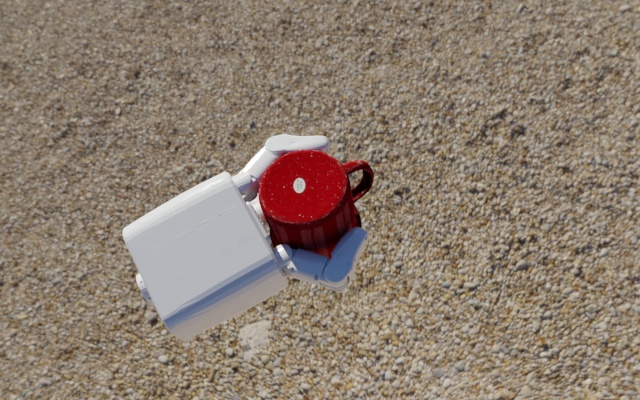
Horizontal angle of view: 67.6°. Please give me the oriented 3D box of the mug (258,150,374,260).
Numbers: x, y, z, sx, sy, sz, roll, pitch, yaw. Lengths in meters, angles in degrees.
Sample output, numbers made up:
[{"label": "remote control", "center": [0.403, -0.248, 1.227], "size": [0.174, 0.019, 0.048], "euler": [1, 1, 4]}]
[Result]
[{"label": "mug", "center": [0.001, 0.001, 0.445], "size": [0.117, 0.093, 0.081], "euler": [-30, -30, -9]}]
